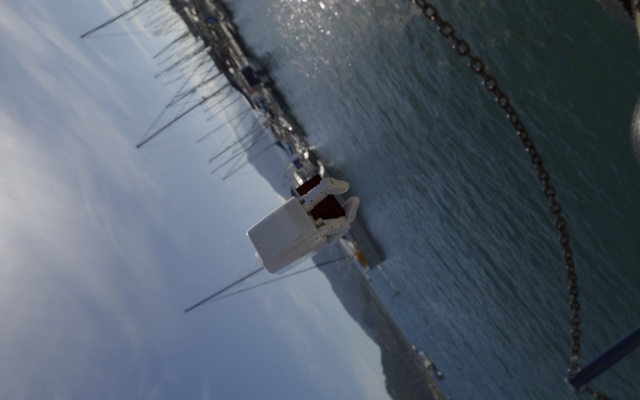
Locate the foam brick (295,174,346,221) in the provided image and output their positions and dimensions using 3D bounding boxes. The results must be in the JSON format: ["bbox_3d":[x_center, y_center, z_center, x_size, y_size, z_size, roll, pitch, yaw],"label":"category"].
[{"bbox_3d":[0.000,0.003,0.850,0.051,0.078,0.053,-34,-29,0],"label":"foam brick"}]
